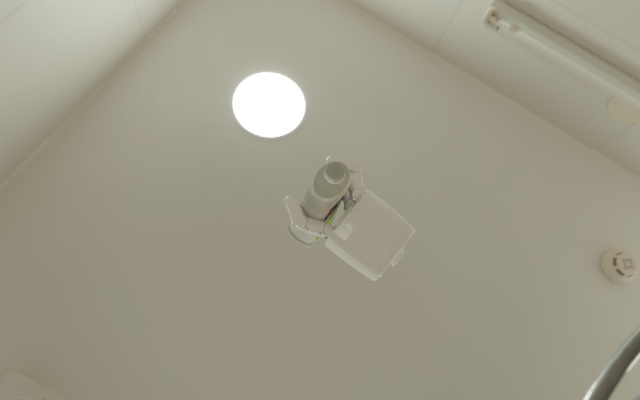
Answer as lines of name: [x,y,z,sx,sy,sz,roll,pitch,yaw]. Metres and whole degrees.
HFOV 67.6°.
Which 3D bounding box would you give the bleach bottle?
bleach bottle: [0.000,0.003,0.823,0.068,0.102,0.251,39,-20,6]
